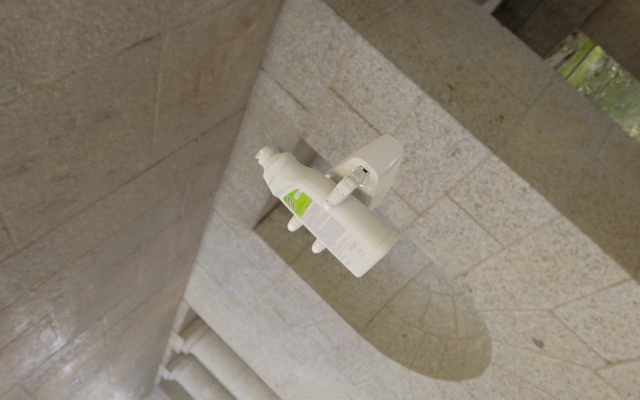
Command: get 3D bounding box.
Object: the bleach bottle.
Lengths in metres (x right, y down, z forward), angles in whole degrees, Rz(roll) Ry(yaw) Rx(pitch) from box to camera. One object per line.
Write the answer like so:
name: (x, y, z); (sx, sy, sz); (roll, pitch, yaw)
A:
bleach bottle: (0.000, 0.003, 0.748); (0.068, 0.251, 0.103); (-42, -8, -44)
